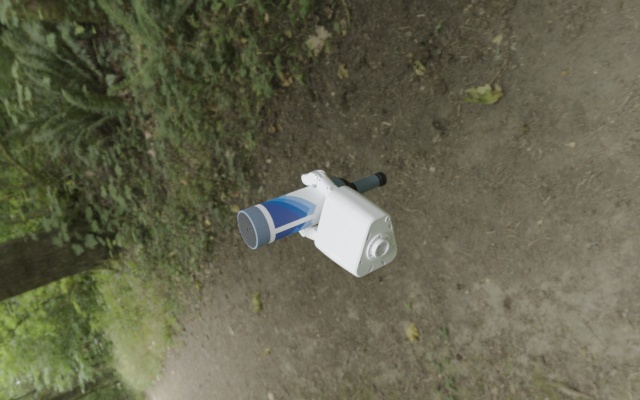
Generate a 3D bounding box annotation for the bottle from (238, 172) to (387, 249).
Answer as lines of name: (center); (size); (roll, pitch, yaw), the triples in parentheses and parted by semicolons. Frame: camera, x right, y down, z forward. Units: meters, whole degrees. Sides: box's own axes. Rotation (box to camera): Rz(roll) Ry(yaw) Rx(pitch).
bottle: (0.000, 0.003, 0.846); (0.295, 0.069, 0.069); (-21, 11, -30)
